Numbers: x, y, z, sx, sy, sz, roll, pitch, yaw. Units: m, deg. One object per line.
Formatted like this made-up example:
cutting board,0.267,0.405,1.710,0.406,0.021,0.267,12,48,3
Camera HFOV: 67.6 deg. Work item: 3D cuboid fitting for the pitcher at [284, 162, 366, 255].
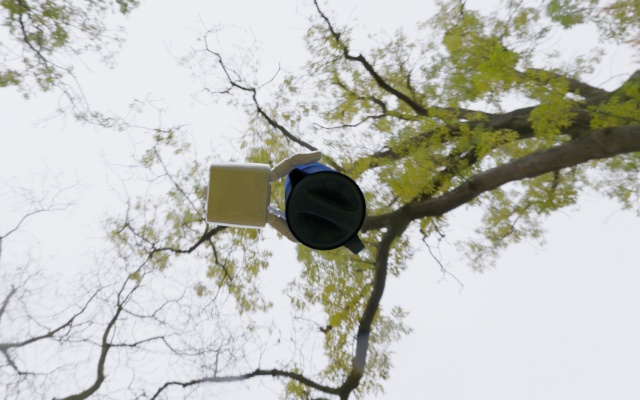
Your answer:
pitcher,0.000,0.003,0.882,0.145,0.149,0.242,3,11,-8
